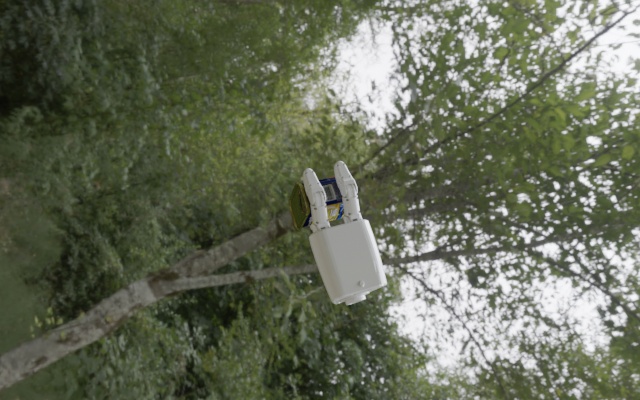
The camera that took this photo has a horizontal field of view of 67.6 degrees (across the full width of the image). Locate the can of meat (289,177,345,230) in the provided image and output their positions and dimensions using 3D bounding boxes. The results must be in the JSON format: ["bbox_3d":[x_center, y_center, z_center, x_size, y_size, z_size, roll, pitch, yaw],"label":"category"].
[{"bbox_3d":[0.000,0.003,0.792,0.084,0.057,0.102,-12,-20,-18],"label":"can of meat"}]
